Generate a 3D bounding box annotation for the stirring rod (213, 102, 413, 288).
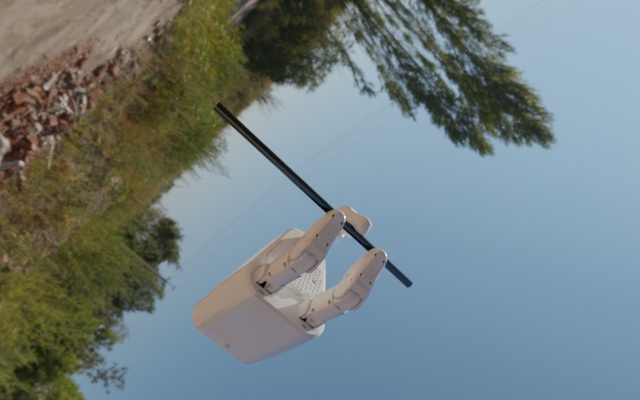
[{"bbox_3d":[0.000,0.001,0.421,0.239,0.011,0.011,43,-15,-16],"label":"stirring rod"}]
